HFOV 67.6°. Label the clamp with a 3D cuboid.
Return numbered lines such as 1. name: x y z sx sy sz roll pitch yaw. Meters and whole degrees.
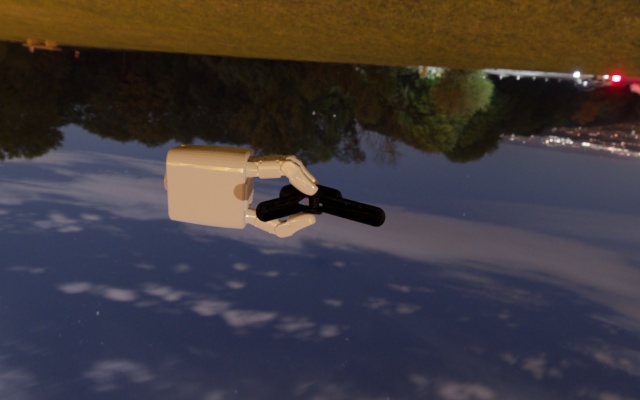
1. clamp: 0.000 0.003 0.686 0.164 0.036 0.210 5 10 -2
